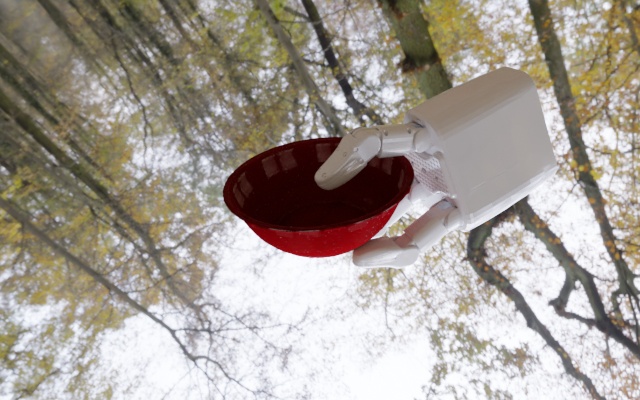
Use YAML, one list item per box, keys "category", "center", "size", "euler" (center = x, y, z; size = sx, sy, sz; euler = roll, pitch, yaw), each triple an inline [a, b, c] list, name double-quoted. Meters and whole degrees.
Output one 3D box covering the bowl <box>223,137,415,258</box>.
- category: "bowl"
  center: [-0.001, 0.002, 0.418]
  size: [0.162, 0.055, 0.162]
  euler: [-5, 31, 3]
